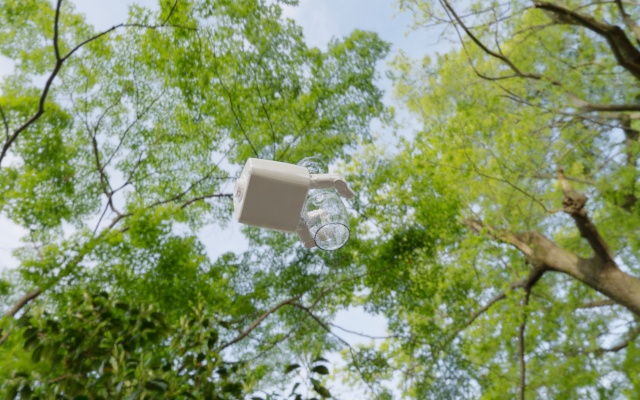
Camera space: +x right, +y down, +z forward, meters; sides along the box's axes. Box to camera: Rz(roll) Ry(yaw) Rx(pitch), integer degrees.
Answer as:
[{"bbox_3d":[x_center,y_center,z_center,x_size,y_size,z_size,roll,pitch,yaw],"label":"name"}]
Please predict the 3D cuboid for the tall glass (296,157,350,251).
[{"bbox_3d":[0.000,0.002,0.872,0.079,0.079,0.201,0,36,-14],"label":"tall glass"}]
